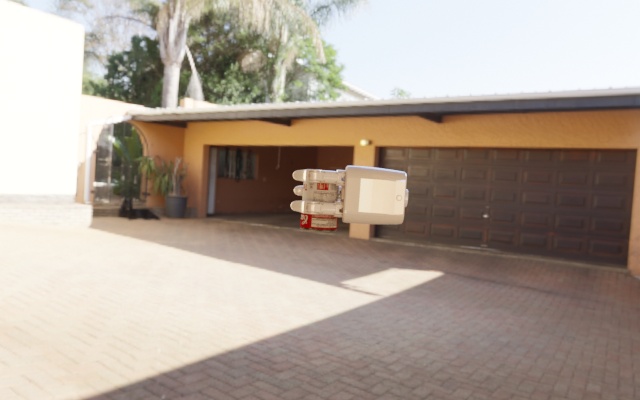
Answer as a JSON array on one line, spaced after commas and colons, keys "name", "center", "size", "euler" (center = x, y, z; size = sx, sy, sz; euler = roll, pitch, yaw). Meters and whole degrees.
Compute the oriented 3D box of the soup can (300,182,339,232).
[{"name": "soup can", "center": [0.000, 0.003, 0.868], "size": [0.068, 0.102, 0.068], "euler": [4, 2, 0]}]
